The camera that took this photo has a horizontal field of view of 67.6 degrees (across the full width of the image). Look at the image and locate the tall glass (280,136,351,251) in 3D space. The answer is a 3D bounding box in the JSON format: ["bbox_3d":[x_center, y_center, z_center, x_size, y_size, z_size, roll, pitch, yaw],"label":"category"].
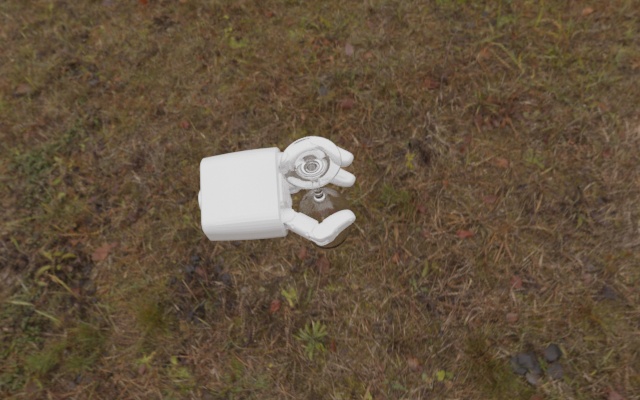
[{"bbox_3d":[0.000,0.002,0.650,0.079,0.079,0.201,0,-29,8],"label":"tall glass"}]
